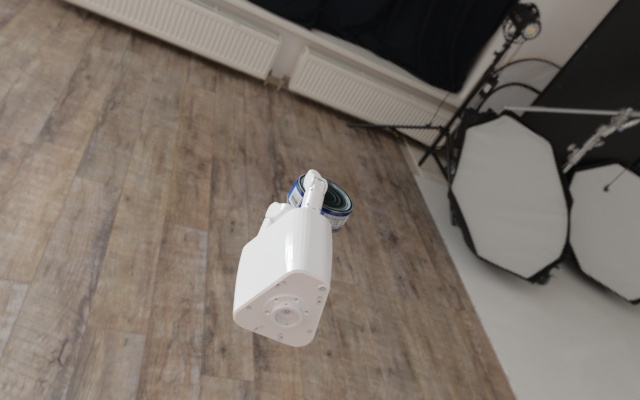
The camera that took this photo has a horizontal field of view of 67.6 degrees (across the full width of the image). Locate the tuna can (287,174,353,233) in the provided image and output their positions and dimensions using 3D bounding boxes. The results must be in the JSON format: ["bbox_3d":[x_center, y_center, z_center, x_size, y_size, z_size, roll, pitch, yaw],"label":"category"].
[{"bbox_3d":[0.000,0.002,0.639,0.086,0.034,0.086,24,27,-13],"label":"tuna can"}]
